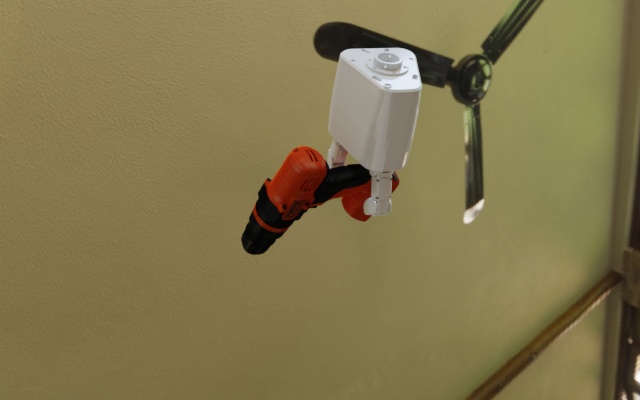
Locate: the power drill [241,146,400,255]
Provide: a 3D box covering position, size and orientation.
[{"bbox_3d":[0.001,0.002,0.626,0.187,0.057,0.184,-9,-31,-41],"label":"power drill"}]
